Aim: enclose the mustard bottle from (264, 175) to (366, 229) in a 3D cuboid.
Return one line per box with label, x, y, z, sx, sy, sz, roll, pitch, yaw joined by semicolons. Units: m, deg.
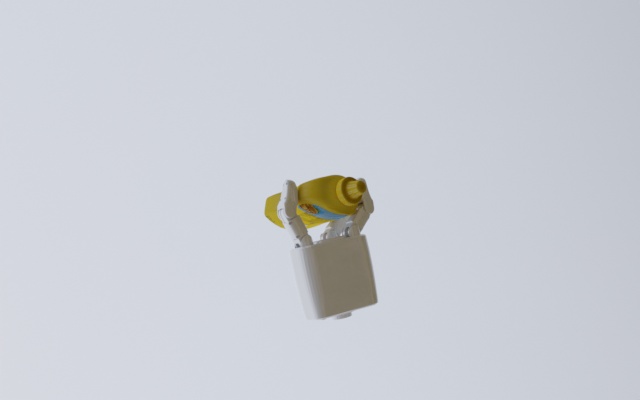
mustard bottle;0.000;0.002;0.732;0.096;0.058;0.192;20;-23;-32
